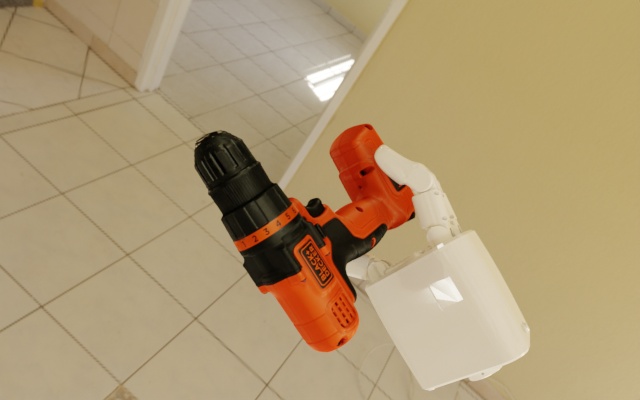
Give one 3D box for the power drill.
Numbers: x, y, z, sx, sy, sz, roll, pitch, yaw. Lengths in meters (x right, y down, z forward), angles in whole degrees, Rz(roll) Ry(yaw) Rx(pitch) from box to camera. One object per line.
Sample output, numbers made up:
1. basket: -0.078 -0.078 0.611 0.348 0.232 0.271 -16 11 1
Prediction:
1. power drill: 0.000 0.001 0.403 0.057 0.184 0.187 -22 13 42
